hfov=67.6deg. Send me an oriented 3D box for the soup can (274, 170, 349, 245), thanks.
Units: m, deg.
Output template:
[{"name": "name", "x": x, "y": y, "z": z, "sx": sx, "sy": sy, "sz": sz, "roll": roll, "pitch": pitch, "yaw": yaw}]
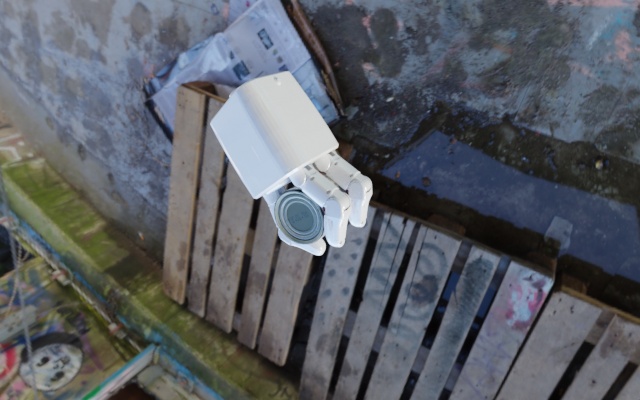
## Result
[{"name": "soup can", "x": 0.000, "y": 0.002, "z": 0.566, "sx": 0.068, "sy": 0.068, "sz": 0.102, "roll": 0, "pitch": 20, "yaw": 31}]
